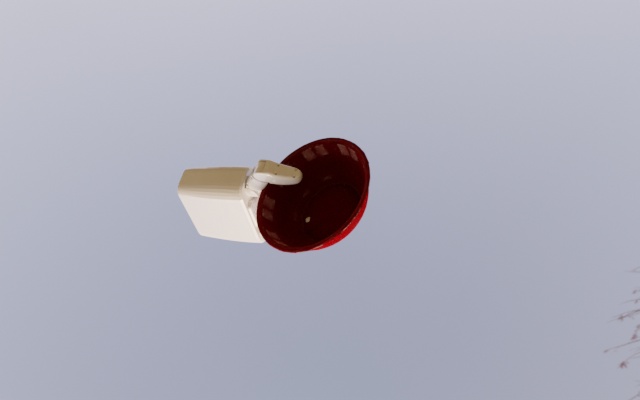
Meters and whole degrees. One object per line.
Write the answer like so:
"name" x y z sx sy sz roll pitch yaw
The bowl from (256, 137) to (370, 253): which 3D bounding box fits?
"bowl" 0.001 0.002 0.597 0.162 0.162 0.055 0 -30 36
